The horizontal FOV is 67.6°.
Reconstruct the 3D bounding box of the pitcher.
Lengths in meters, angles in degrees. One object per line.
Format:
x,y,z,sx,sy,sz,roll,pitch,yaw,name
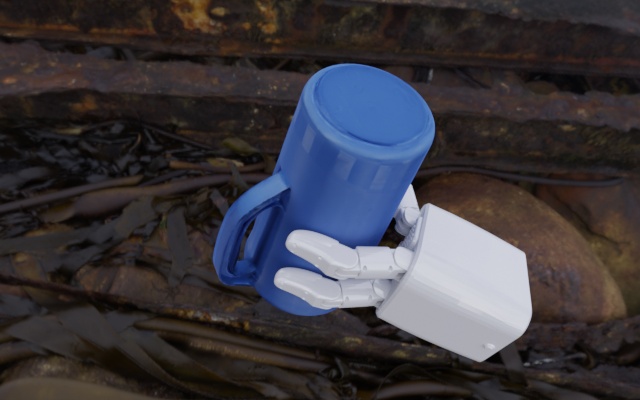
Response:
0.000,0.002,0.446,0.145,0.149,0.243,25,-41,2,pitcher
